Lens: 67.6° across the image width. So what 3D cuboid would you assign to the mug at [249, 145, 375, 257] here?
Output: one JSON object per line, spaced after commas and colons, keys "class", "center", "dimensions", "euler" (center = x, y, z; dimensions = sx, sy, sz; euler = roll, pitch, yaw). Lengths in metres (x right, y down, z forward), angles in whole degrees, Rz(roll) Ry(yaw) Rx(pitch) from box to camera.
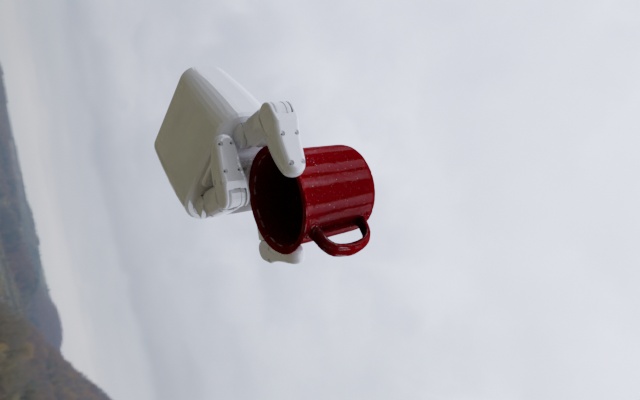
{"class": "mug", "center": [0.001, 0.002, 0.417], "dimensions": [0.081, 0.093, 0.117], "euler": [-11, 46, -35]}
